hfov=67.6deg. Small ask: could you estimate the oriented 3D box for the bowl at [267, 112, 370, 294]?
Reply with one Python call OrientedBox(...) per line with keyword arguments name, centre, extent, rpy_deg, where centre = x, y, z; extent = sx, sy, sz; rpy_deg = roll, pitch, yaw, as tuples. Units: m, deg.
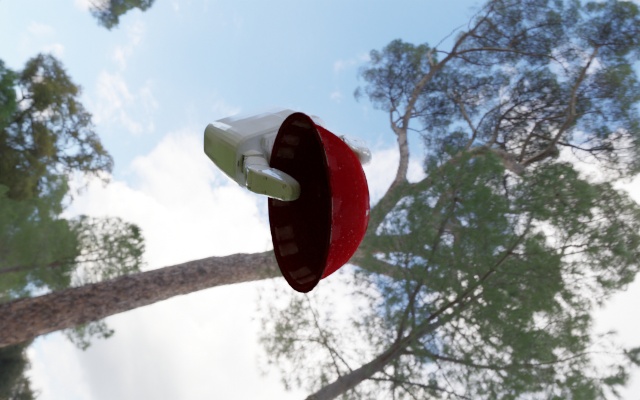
OrientedBox(name="bowl", centre=(0.001, 0.002, 0.438), extent=(0.055, 0.162, 0.162), rpy_deg=(-2, 1, -23))
